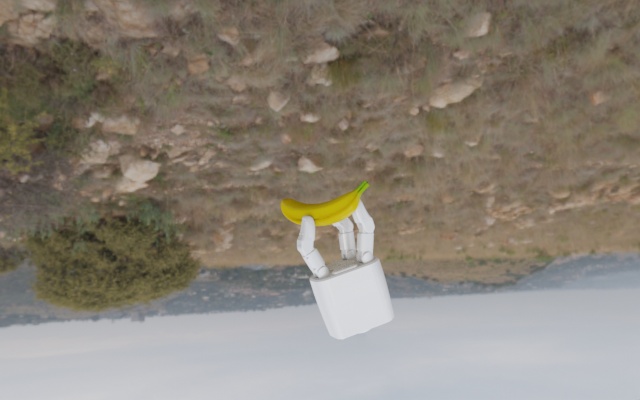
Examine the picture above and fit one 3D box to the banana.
[{"bbox_3d":[-0.006,0.014,0.799,0.198,0.037,0.069,-10,34,41],"label":"banana"}]
